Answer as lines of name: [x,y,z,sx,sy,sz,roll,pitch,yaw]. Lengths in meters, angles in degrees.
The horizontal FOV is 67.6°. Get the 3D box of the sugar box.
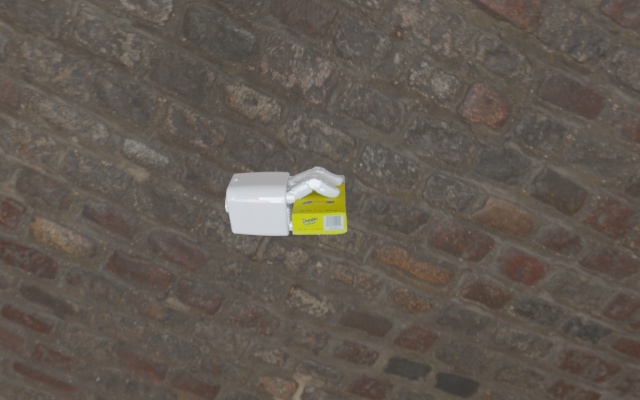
sugar box: [0.000,0.002,0.873,0.093,0.048,0.176,-1,26,1]
